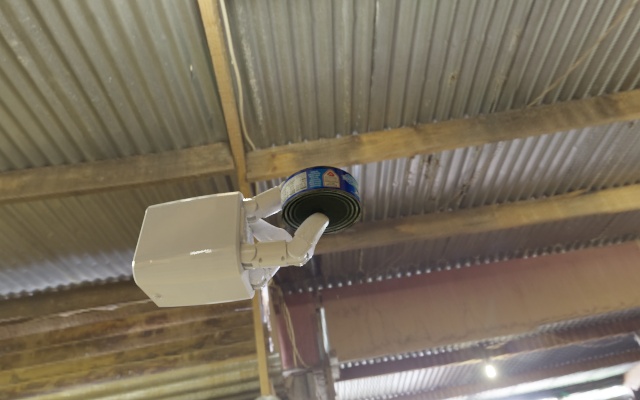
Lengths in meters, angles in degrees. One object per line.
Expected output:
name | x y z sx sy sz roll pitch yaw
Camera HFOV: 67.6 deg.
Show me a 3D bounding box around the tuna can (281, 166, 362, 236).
tuna can | 0.000 0.001 0.510 0.086 0.033 0.086 -3 -35 -2
